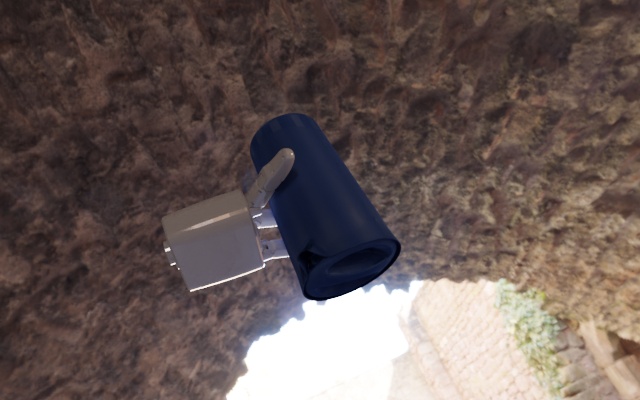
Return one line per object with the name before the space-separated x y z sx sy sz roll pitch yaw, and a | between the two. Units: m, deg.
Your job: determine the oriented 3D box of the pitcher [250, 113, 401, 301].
pitcher | 0.000 0.002 0.644 0.145 0.242 0.149 -21 -32 -12
